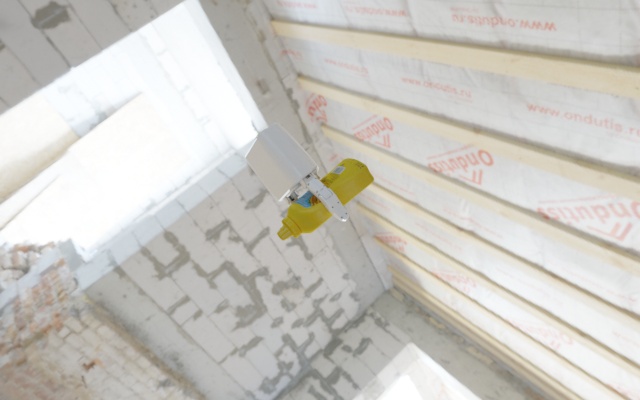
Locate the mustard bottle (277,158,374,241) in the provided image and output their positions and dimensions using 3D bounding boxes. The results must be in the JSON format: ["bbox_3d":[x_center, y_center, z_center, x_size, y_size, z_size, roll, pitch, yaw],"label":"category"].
[{"bbox_3d":[0.001,0.003,0.847,0.191,0.058,0.096,-40,24,-15],"label":"mustard bottle"}]
